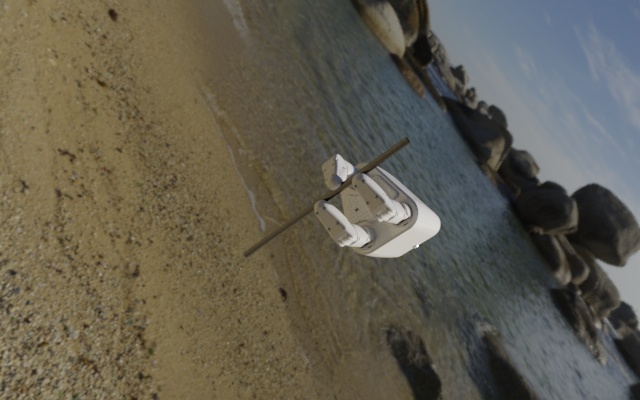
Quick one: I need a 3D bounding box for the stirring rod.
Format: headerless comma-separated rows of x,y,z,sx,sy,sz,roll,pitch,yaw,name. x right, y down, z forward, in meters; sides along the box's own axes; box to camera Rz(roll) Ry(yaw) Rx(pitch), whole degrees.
0.000,0.002,0.543,0.239,0.011,0.011,-35,-14,21,stirring rod
